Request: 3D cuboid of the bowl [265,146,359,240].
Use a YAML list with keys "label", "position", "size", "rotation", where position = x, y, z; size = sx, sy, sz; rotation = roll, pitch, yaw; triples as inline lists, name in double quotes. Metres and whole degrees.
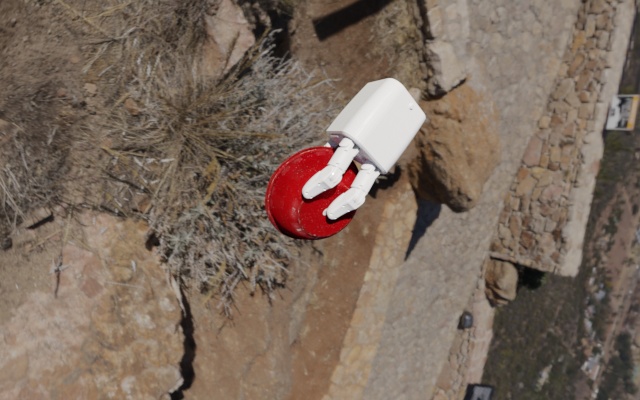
- label: "bowl"
  position: [0.000, 0.004, 0.725]
  size: [0.162, 0.162, 0.055]
  rotation: [0, 27, -25]
